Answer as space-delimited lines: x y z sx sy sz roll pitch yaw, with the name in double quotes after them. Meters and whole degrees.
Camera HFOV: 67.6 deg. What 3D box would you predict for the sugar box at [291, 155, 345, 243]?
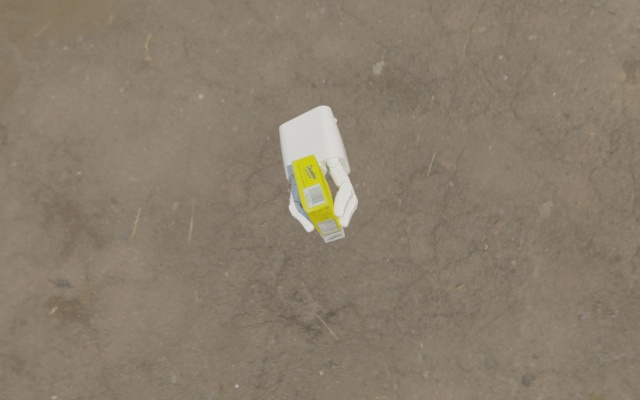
0.001 0.002 0.819 0.048 0.093 0.176 -18 -22 7 "sugar box"
